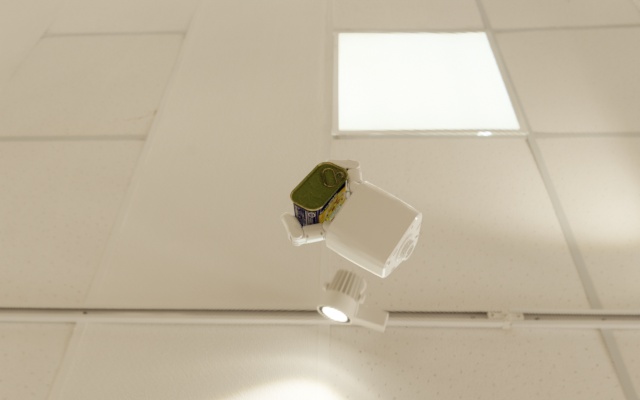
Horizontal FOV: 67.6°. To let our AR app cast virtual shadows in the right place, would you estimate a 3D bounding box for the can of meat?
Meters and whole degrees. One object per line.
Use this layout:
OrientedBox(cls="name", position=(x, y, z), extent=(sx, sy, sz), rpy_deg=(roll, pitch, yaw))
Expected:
OrientedBox(cls="can of meat", position=(0.000, 0.003, 0.770), extent=(0.057, 0.084, 0.102), rpy_deg=(26, 55, 23))
